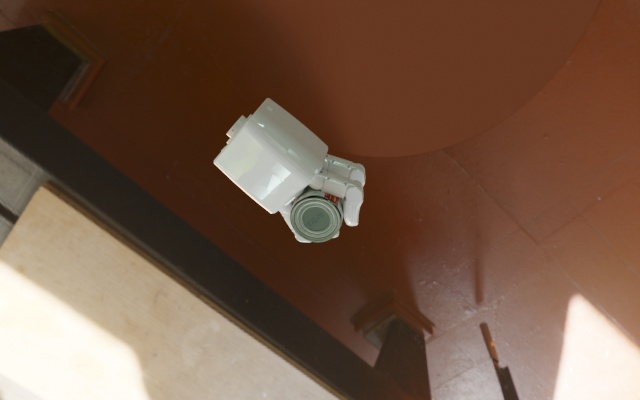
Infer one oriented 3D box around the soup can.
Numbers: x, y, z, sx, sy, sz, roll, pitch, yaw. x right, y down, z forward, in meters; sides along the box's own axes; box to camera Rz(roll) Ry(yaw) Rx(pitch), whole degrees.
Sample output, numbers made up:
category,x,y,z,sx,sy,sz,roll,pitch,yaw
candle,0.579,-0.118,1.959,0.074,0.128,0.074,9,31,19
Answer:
category,x,y,z,sx,sy,sz,roll,pitch,yaw
soup can,0.000,0.003,0.643,0.068,0.068,0.102,0,27,8
